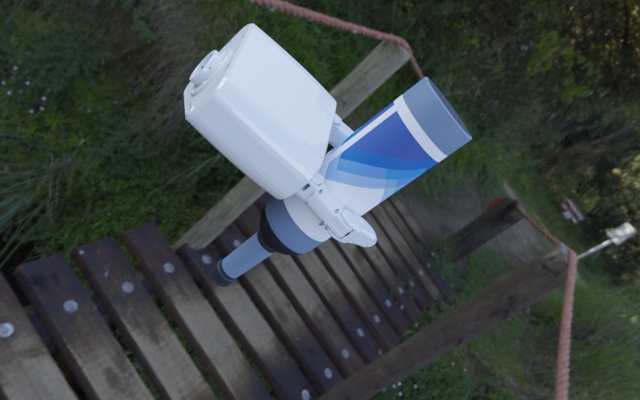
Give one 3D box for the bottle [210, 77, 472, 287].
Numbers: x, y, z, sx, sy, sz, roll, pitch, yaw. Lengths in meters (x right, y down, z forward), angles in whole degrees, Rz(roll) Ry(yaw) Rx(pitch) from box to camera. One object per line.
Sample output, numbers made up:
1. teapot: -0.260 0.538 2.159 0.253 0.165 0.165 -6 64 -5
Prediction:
1. bottle: 0.000 0.001 0.463 0.296 0.069 0.069 -36 -16 22
